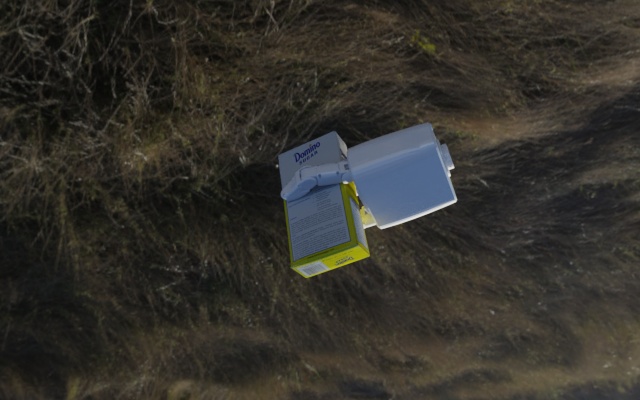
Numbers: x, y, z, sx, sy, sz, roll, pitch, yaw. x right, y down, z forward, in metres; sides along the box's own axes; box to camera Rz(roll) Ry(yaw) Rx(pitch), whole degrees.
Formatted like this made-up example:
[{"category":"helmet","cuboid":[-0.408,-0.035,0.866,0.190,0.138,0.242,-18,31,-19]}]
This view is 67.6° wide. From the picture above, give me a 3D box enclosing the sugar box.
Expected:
[{"category":"sugar box","cuboid":[0.000,0.002,0.621,0.093,0.176,0.048,-21,-37,19]}]
